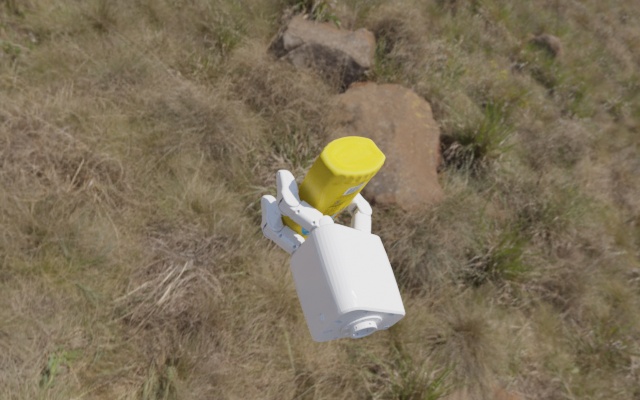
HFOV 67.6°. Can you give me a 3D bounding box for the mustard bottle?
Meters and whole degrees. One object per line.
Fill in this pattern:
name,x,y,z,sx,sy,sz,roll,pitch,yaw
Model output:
mustard bottle,0.000,0.002,0.619,0.096,0.058,0.192,-23,-22,-43
